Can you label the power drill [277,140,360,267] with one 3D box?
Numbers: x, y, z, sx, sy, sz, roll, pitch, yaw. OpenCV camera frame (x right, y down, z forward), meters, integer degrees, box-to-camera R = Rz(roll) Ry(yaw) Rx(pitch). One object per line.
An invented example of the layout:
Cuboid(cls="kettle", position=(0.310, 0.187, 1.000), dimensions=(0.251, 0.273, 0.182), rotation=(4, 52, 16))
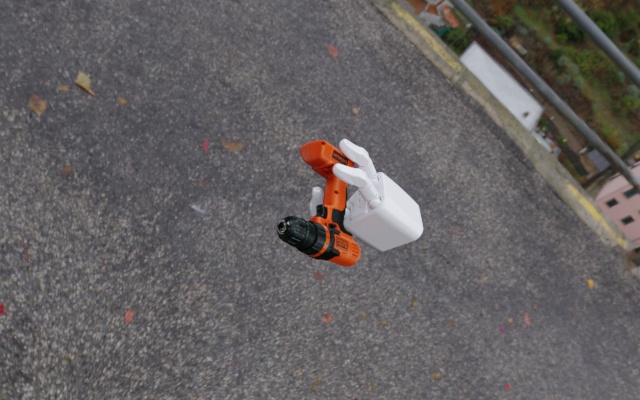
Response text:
Cuboid(cls="power drill", position=(0.000, 0.002, 0.769), dimensions=(0.057, 0.187, 0.184), rotation=(-12, -26, 33))
